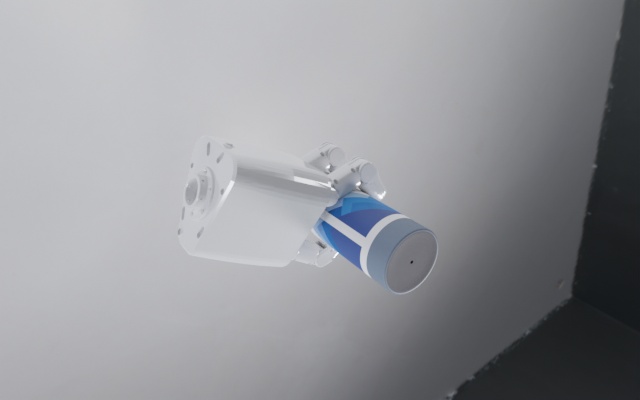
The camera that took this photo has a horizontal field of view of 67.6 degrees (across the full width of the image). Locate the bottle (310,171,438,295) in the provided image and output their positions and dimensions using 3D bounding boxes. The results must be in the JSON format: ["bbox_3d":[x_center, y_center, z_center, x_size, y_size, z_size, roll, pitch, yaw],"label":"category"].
[{"bbox_3d":[0.000,0.002,0.536,0.069,0.069,0.295,0,21,-37],"label":"bottle"}]
